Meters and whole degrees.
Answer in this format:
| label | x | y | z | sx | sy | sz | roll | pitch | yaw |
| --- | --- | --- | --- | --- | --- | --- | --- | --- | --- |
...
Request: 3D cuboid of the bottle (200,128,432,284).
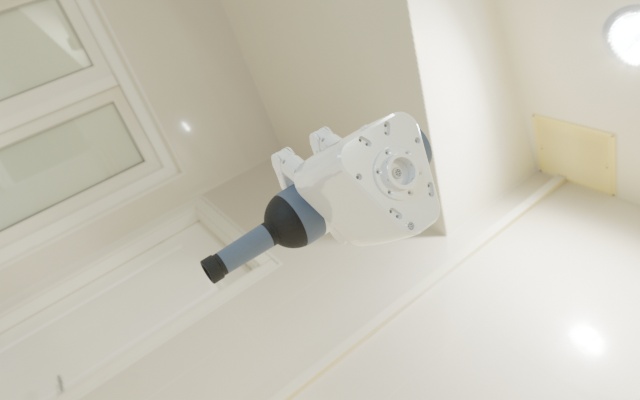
| label | x | y | z | sx | sy | sz | roll | pitch | yaw |
| --- | --- | --- | --- | --- | --- | --- | --- | --- | --- |
| bottle | 0.000 | 0.002 | 0.540 | 0.295 | 0.069 | 0.069 | -32 | 14 | -23 |
